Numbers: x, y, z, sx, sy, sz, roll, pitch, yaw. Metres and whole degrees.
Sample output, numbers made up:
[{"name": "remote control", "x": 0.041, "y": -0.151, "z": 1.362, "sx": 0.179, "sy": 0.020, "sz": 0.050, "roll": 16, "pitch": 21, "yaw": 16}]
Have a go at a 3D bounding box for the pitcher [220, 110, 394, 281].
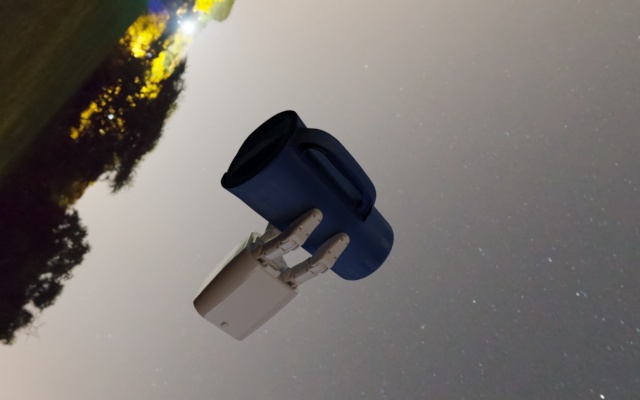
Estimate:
[{"name": "pitcher", "x": 0.000, "y": 0.002, "z": 0.649, "sx": 0.243, "sy": 0.145, "sz": 0.149, "roll": 44, "pitch": 5, "yaw": -28}]
